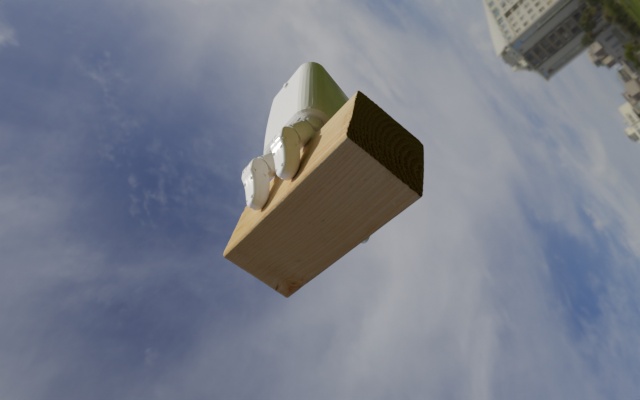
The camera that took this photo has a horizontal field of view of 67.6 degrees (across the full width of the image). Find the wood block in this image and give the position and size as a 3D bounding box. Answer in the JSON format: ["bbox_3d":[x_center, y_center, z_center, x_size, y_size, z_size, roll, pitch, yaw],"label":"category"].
[{"bbox_3d":[0.000,0.002,0.492,0.091,0.090,0.206,36,-53,-16],"label":"wood block"}]
